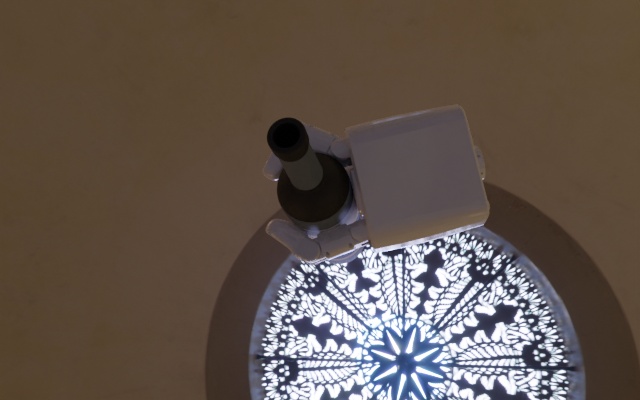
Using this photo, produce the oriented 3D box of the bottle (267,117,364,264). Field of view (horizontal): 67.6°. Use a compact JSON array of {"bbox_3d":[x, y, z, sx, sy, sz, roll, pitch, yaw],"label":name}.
[{"bbox_3d":[0.000,0.002,0.459,0.069,0.069,0.296,0,-18,10],"label":"bottle"}]
